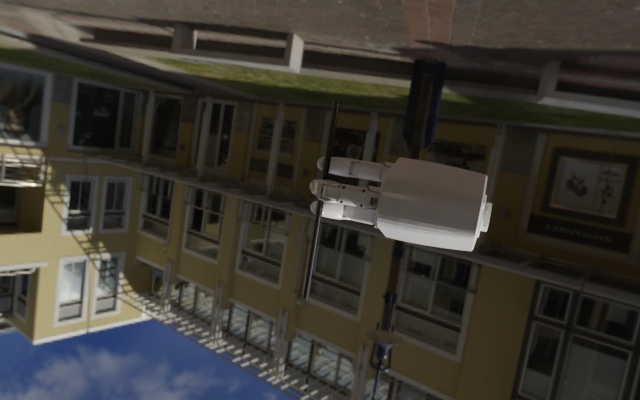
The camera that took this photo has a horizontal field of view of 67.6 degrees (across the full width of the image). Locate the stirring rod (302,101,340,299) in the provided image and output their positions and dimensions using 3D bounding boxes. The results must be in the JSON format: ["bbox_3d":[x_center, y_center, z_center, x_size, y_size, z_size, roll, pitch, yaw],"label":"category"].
[{"bbox_3d":[0.000,0.002,0.575,0.011,0.239,0.011,9,7,-1],"label":"stirring rod"}]
